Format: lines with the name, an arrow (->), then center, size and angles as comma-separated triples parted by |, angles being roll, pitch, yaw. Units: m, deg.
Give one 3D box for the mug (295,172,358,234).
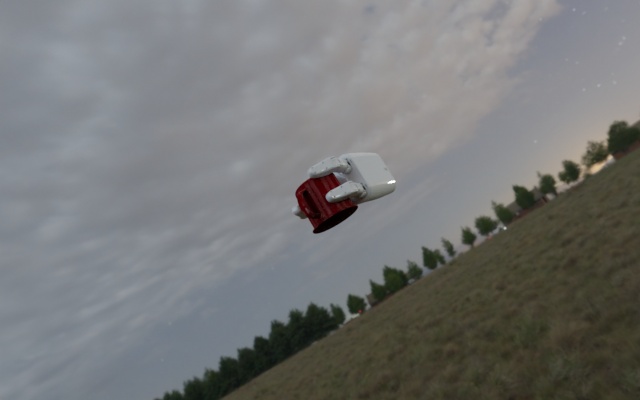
mug -> -0.001, 0.003, 0.845 | 0.093, 0.081, 0.117 | -41, -17, 34
